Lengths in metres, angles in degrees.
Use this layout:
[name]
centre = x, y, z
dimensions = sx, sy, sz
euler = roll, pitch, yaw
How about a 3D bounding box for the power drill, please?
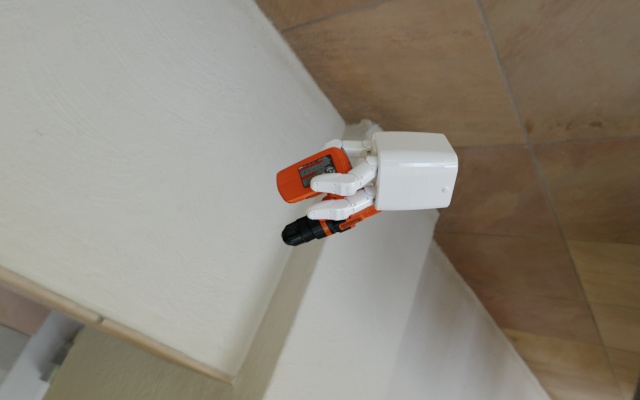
[power drill]
centre = 0.000, 0.002, 0.731
dimensions = 0.184, 0.057, 0.188
euler = -25, -26, 7
